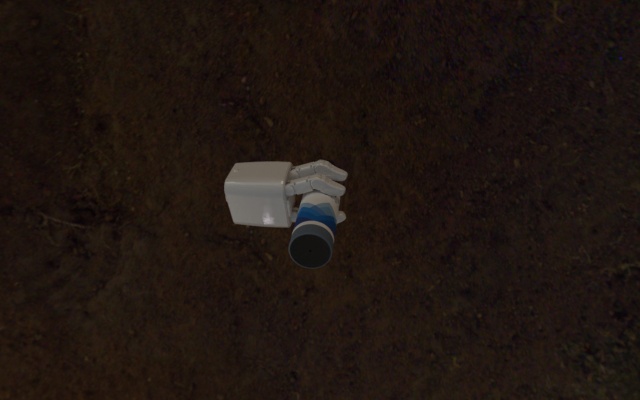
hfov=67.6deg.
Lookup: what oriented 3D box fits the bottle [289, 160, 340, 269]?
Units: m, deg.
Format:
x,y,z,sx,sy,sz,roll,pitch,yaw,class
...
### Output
x,y,z,sx,sy,sz,roll,pitch,yaw,class
0.000,0.003,0.842,0.069,0.069,0.295,0,30,7,bottle
